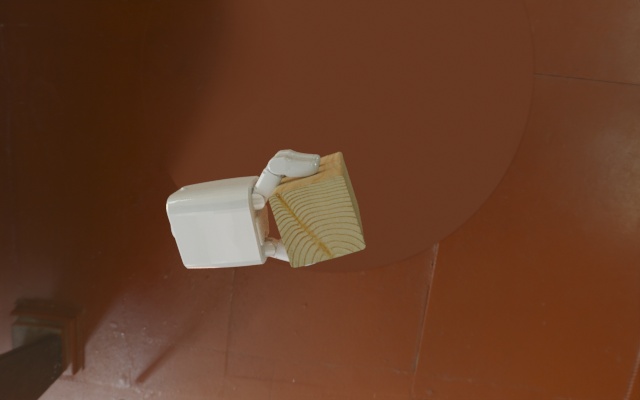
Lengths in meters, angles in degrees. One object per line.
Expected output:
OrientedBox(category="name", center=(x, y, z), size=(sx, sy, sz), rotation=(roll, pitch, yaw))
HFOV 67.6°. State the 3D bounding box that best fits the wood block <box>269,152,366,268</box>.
OrientedBox(category="wood block", center=(0.000, 0.002, 0.629), size=(0.090, 0.091, 0.206), rotation=(-16, 12, 6))
